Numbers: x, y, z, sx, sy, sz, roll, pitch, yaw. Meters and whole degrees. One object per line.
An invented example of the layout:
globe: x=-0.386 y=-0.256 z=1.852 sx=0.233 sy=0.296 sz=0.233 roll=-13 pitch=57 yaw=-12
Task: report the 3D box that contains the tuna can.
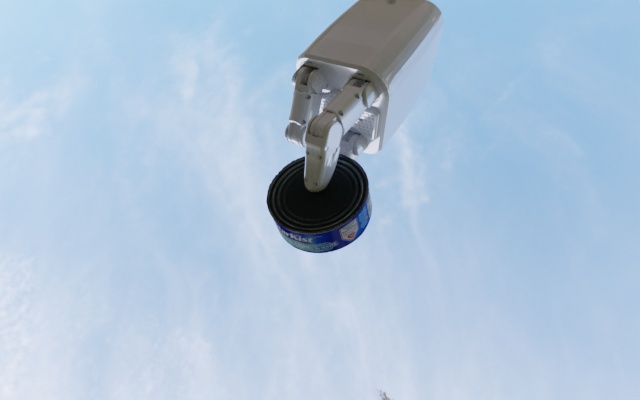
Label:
tuna can: x=0.000 y=0.002 z=0.404 sx=0.086 sy=0.086 sz=0.034 roll=0 pitch=-38 yaw=14
